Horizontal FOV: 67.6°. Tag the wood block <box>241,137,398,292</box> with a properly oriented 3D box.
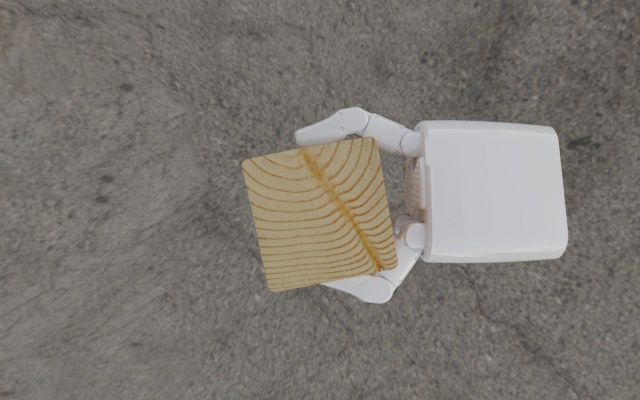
[{"bbox_3d":[0.000,0.001,0.410,0.090,0.091,0.206,-11,4,1],"label":"wood block"}]
